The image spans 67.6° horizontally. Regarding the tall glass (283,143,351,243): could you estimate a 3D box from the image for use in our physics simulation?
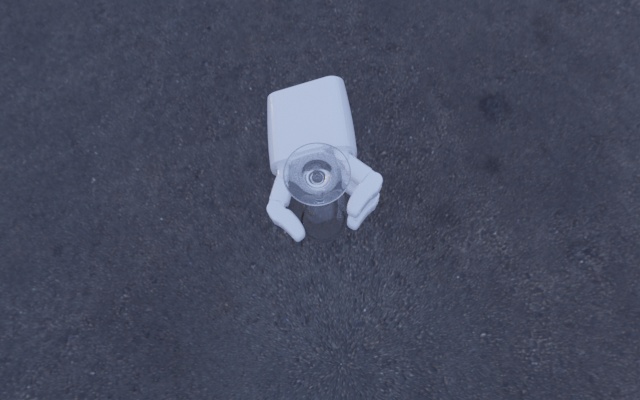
[{"bbox_3d":[0.000,0.002,0.612,0.079,0.079,0.201,0,-19,2],"label":"tall glass"}]
